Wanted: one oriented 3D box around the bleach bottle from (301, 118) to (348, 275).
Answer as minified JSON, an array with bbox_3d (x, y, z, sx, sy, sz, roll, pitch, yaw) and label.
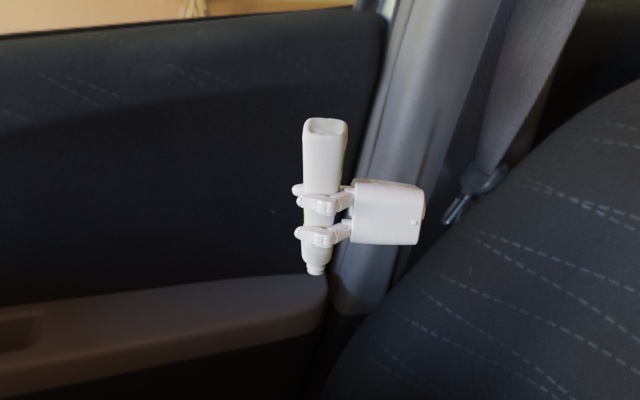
[{"bbox_3d":[0.000,0.003,0.767,0.068,0.251,0.102,5,25,1],"label":"bleach bottle"}]
